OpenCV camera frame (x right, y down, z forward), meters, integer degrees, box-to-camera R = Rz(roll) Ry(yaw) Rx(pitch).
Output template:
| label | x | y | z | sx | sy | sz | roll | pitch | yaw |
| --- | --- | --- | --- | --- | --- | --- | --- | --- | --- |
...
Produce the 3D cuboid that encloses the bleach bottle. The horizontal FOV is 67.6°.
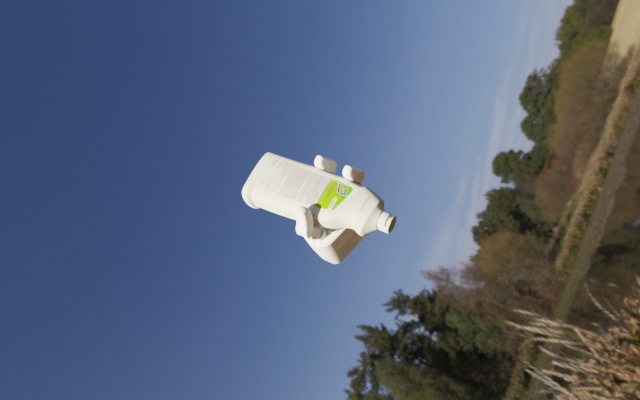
| label | x | y | z | sx | sy | sz | roll | pitch | yaw |
| --- | --- | --- | --- | --- | --- | --- | --- | --- | --- |
| bleach bottle | 0.000 | 0.002 | 0.781 | 0.251 | 0.102 | 0.068 | 21 | -18 | 25 |
